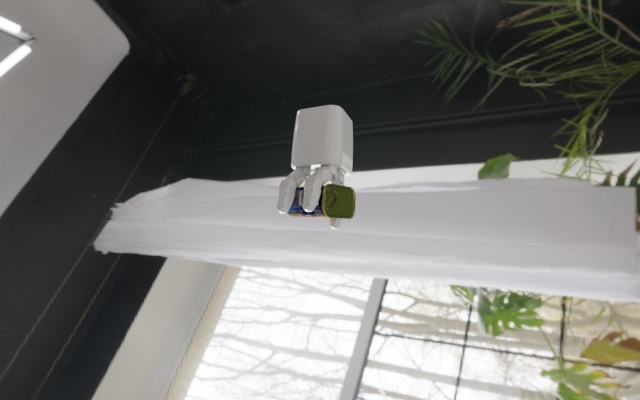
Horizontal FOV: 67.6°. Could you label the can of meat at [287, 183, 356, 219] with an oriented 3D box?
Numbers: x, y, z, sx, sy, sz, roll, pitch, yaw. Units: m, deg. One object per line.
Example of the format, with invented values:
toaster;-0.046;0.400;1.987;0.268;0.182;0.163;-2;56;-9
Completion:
can of meat;0.000;0.003;0.836;0.084;0.057;0.102;-1;-4;34
